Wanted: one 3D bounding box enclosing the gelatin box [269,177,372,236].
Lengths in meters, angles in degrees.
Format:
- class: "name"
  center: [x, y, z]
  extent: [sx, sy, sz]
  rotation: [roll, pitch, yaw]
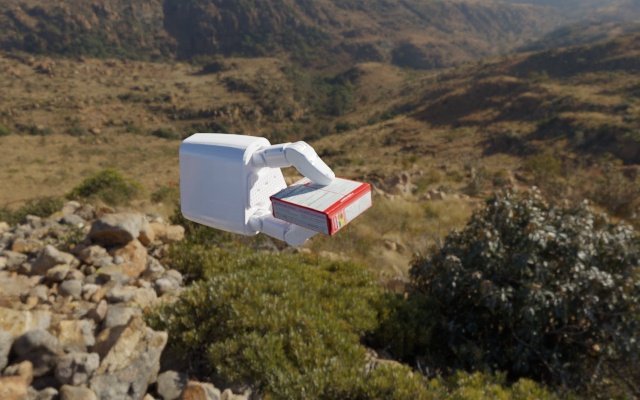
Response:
- class: "gelatin box"
  center: [0.000, 0.001, 0.524]
  extent: [0.089, 0.030, 0.073]
  rotation: [14, 34, 40]
